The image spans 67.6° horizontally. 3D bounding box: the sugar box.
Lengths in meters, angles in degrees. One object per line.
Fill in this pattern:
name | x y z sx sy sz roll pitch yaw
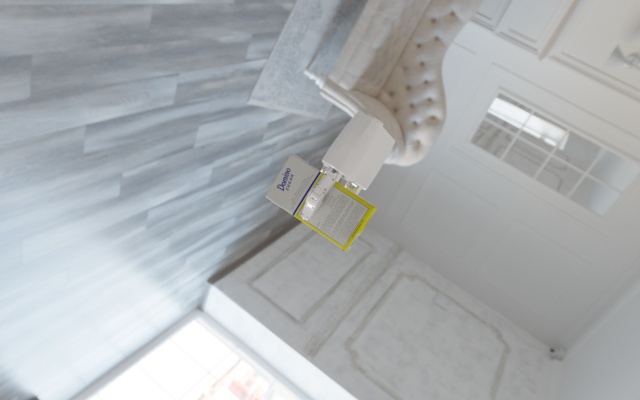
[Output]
sugar box | 0.000 0.003 0.843 0.176 0.093 0.048 35 5 15
